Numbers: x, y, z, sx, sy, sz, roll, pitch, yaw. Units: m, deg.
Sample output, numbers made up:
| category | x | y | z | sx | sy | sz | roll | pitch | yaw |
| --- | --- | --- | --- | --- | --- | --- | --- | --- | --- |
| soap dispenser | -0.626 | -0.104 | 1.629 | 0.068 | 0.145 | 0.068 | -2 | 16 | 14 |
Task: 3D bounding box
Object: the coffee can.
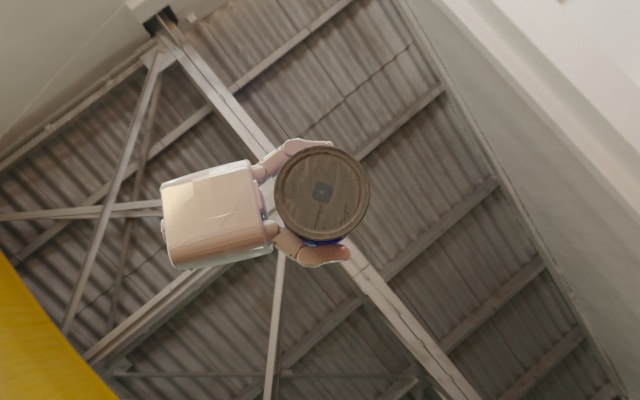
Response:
| category | x | y | z | sx | sy | sz | roll | pitch | yaw |
| --- | --- | --- | --- | --- | --- | --- | --- | --- | --- |
| coffee can | 0.000 | 0.002 | 0.570 | 0.103 | 0.103 | 0.140 | 0 | -9 | -1 |
